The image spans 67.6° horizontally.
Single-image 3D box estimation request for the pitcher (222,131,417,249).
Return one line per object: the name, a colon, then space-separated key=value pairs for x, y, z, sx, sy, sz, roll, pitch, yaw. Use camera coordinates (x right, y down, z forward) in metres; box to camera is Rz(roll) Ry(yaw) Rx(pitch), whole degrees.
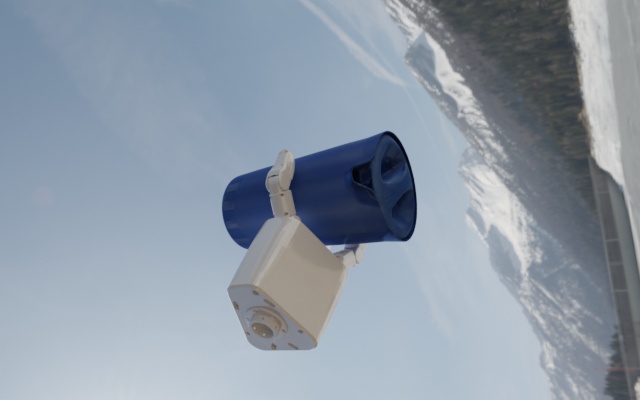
pitcher: x=0.000 y=0.002 z=0.632 sx=0.243 sy=0.149 sz=0.145 roll=-10 pitch=33 yaw=30
